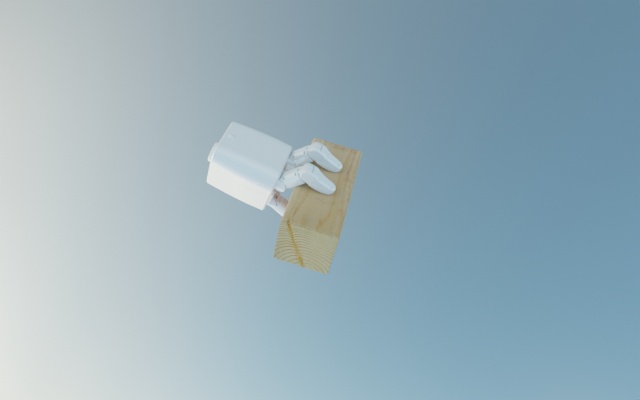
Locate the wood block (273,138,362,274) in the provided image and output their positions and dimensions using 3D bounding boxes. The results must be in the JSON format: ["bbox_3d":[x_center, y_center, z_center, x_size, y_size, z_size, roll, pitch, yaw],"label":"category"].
[{"bbox_3d":[0.000,0.003,0.774,0.090,0.091,0.206,17,45,1],"label":"wood block"}]
